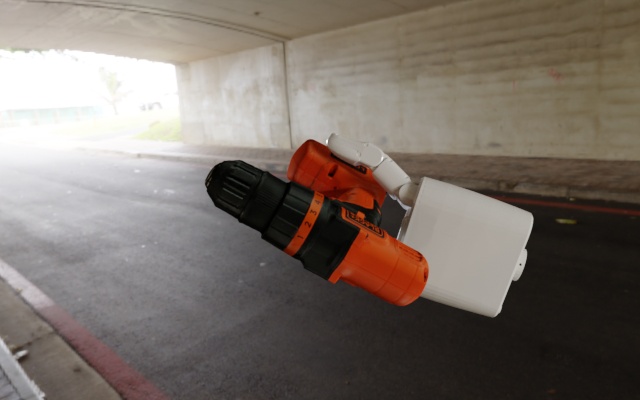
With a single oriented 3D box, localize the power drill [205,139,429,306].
[{"bbox_3d":[0.000,0.001,0.427,0.184,0.057,0.187,30,20,-9],"label":"power drill"}]
